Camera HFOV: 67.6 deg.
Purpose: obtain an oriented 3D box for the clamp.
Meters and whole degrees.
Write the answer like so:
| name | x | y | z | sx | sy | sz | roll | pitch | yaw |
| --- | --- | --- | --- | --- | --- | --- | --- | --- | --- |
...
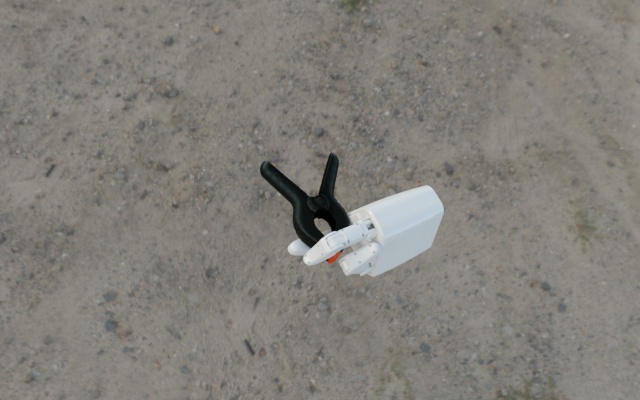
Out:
| name | x | y | z | sx | sy | sz | roll | pitch | yaw |
| --- | --- | --- | --- | --- | --- | --- | --- | --- | --- |
| clamp | 0.000 | 0.002 | 0.671 | 0.120 | 0.171 | 0.039 | -21 | -20 | -21 |
